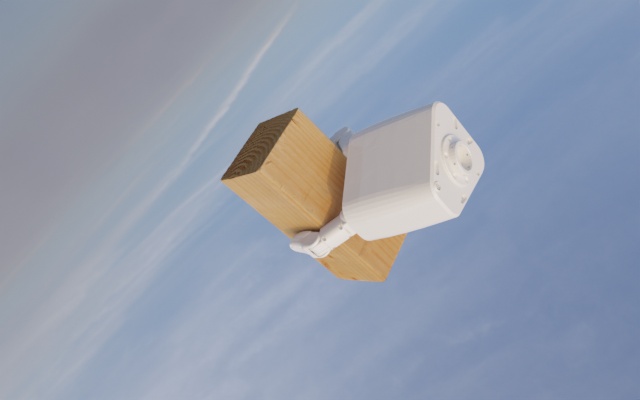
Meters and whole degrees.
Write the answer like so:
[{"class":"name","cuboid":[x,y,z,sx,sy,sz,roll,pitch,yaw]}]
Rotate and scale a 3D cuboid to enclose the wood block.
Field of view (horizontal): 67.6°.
[{"class":"wood block","cuboid":[0.000,0.002,0.561,0.206,0.090,0.090,43,-27,-26]}]
